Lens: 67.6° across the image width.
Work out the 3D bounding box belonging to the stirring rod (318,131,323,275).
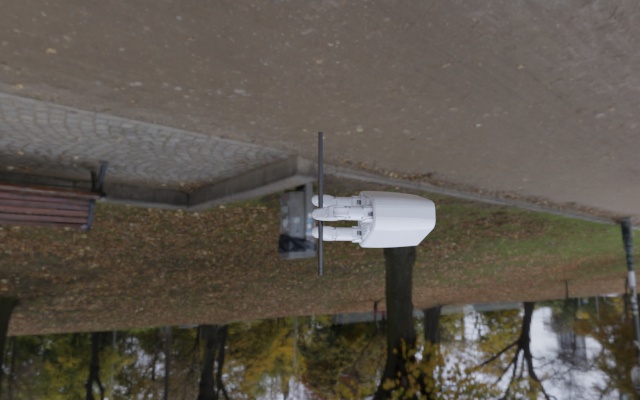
[{"bbox_3d":[0.000,0.002,0.793,0.011,0.239,0.011,0,-9,0],"label":"stirring rod"}]
